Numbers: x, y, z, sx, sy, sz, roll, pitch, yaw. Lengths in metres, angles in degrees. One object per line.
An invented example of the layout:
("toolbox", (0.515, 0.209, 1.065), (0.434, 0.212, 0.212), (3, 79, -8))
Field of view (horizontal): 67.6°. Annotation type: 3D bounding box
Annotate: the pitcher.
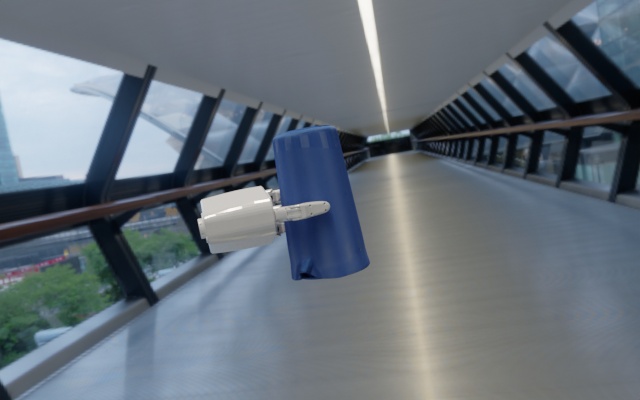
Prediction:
("pitcher", (0.000, 0.003, 0.798), (0.145, 0.243, 0.149), (-12, 4, -13))
